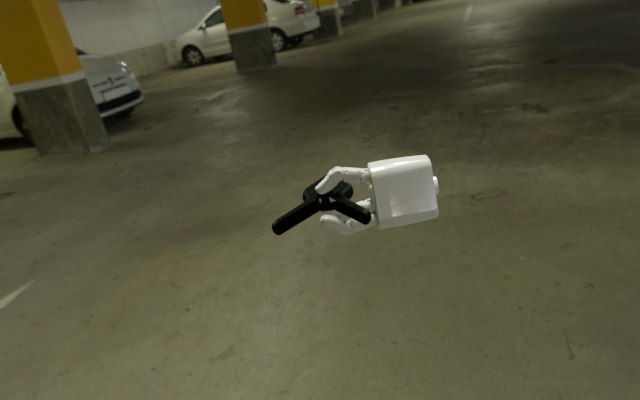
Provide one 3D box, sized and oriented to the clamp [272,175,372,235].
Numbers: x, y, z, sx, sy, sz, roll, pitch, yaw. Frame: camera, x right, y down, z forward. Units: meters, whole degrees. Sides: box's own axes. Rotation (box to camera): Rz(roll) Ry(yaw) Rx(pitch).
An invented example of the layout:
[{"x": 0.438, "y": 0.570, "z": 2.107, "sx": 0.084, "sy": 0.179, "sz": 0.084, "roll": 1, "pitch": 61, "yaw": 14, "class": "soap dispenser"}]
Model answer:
[{"x": 0.000, "y": 0.002, "z": 0.855, "sx": 0.164, "sy": 0.036, "sz": 0.210, "roll": -9, "pitch": 23, "yaw": 3, "class": "clamp"}]
